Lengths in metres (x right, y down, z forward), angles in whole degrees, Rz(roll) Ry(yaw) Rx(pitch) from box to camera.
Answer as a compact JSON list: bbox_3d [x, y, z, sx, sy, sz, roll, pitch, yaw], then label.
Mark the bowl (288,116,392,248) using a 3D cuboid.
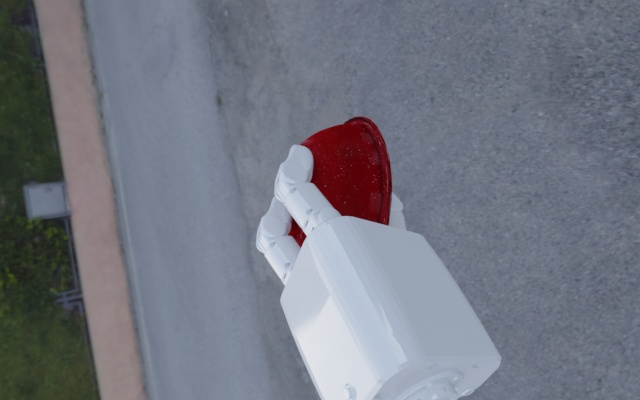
[{"bbox_3d":[-0.001,0.001,0.427,0.055,0.162,0.162,6,-2,-21],"label":"bowl"}]
